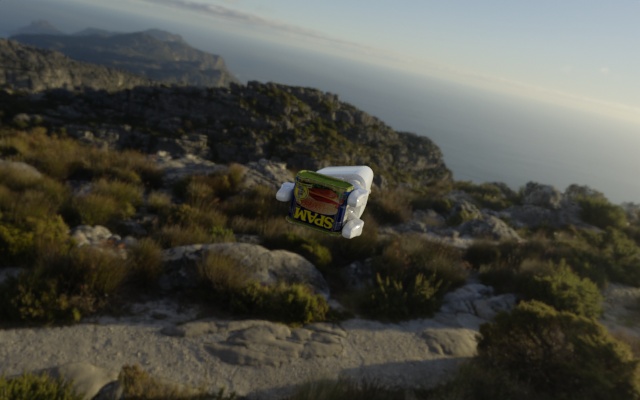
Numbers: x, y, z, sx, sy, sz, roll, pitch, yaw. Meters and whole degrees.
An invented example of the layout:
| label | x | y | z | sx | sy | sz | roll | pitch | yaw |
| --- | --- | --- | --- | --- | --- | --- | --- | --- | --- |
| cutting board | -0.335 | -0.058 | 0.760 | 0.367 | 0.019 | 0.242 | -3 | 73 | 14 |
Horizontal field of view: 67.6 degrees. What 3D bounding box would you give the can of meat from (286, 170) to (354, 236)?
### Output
| label | x | y | z | sx | sy | sz | roll | pitch | yaw |
| --- | --- | --- | --- | --- | --- | --- | --- | --- | --- |
| can of meat | 0.000 | 0.002 | 0.804 | 0.102 | 0.084 | 0.057 | 17 | 18 | 14 |
